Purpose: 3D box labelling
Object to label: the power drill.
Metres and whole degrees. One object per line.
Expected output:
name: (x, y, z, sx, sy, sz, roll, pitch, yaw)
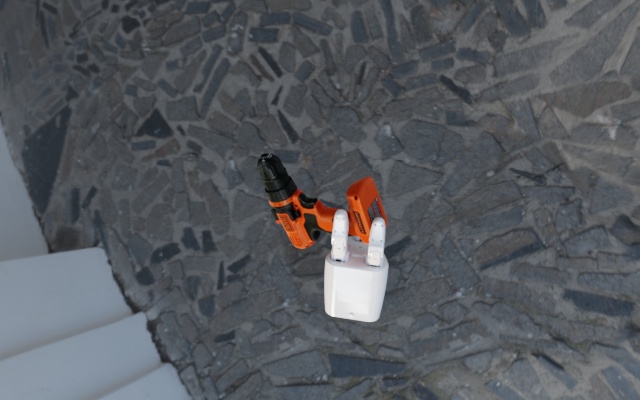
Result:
power drill: (0.001, 0.003, 0.751, 0.187, 0.184, 0.057, 2, 41, 36)
